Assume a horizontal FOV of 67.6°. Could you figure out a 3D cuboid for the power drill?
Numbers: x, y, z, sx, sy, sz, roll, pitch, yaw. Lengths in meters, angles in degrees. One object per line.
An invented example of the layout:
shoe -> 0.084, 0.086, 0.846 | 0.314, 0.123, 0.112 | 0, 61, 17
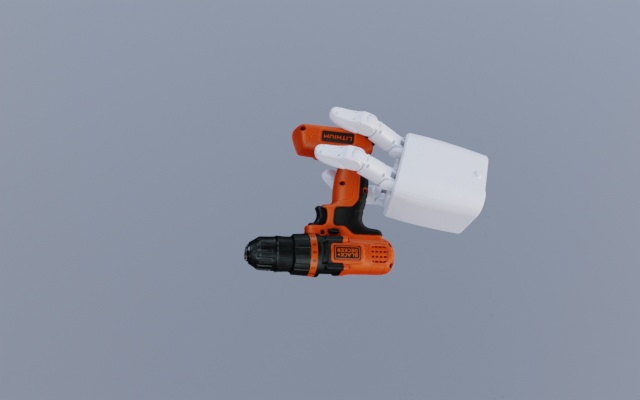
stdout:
power drill -> 0.000, 0.002, 0.599 | 0.184, 0.187, 0.057 | 4, -14, -16
